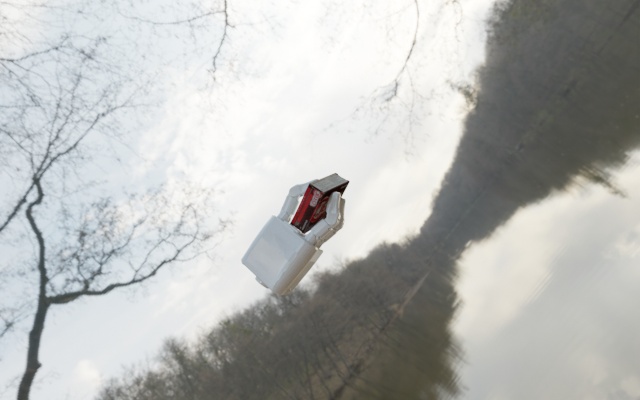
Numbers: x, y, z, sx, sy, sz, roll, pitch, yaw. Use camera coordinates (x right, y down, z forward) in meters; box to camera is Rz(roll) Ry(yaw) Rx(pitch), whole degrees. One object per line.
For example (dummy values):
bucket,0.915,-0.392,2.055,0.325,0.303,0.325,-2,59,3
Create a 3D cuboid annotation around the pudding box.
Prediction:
pudding box,0.000,0.003,0.872,0.039,0.090,0.113,34,26,14
